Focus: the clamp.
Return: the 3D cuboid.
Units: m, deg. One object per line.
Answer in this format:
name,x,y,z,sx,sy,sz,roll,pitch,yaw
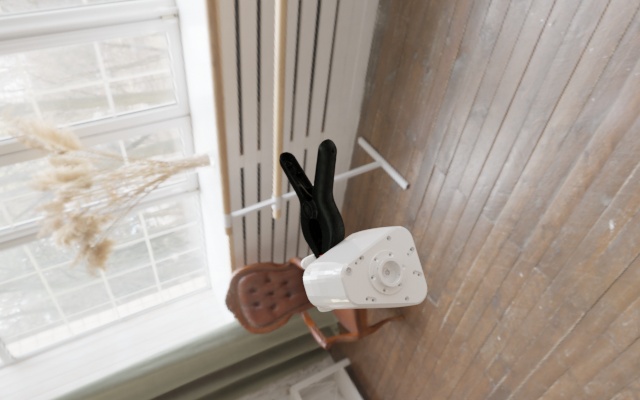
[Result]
clamp,0.000,0.002,0.633,0.039,0.171,0.120,-18,-2,-28
